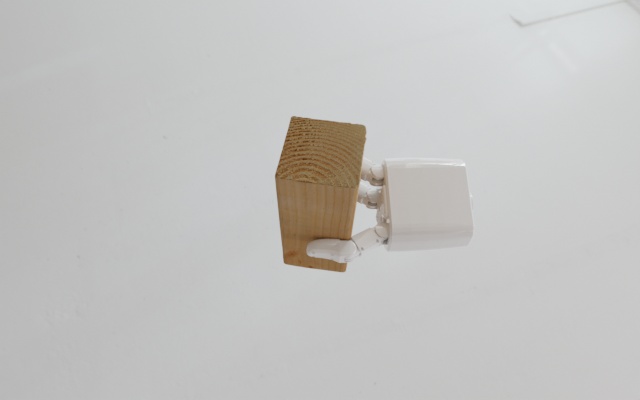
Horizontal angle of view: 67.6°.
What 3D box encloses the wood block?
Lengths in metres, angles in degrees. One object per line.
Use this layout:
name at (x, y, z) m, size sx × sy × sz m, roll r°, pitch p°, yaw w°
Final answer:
wood block at (0.000, 0.002, 0.600) m, size 0.090 × 0.090 × 0.206 m, roll 8°, pitch -33°, yaw 4°
